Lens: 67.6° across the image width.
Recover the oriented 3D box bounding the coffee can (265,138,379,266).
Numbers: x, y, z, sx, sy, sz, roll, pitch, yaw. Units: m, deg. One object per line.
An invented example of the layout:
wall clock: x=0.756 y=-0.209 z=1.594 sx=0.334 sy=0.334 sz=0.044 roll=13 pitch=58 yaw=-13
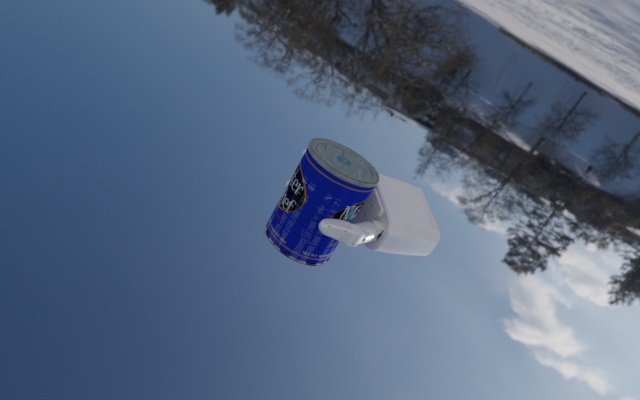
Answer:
coffee can: x=0.000 y=0.002 z=0.643 sx=0.103 sy=0.140 sz=0.102 roll=24 pitch=25 yaw=-12
